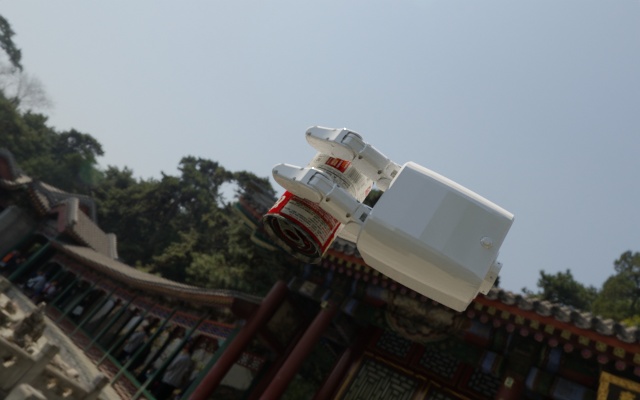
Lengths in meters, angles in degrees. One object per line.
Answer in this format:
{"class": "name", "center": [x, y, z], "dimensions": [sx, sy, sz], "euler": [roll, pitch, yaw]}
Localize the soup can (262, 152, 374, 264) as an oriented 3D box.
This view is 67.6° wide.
{"class": "soup can", "center": [0.000, 0.001, 0.470], "dimensions": [0.068, 0.102, 0.068], "euler": [30, -27, 17]}
